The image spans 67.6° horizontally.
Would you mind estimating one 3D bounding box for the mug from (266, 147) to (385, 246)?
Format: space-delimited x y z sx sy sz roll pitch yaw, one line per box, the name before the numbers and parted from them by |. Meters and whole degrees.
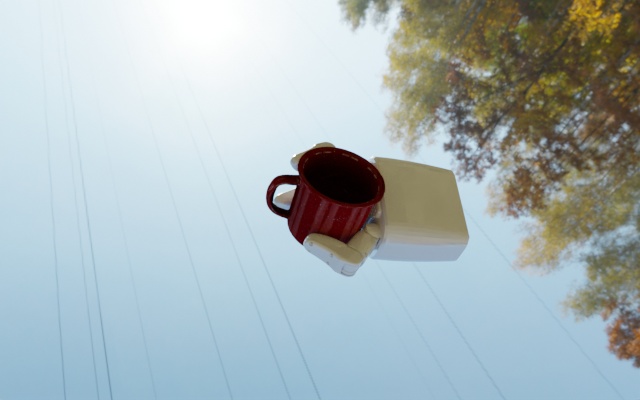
mug | -0.001 0.002 0.505 0.117 0.082 0.093 6 42 -17
